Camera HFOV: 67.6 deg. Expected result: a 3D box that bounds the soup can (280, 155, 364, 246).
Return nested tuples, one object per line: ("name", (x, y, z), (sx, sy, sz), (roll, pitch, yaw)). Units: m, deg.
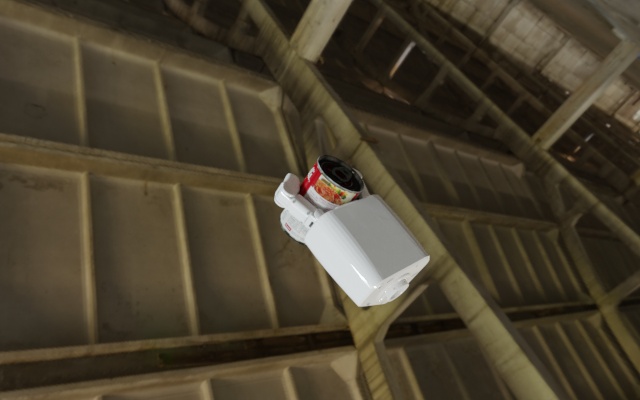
("soup can", (0.000, 0.002, 0.614), (0.068, 0.102, 0.068), (26, 30, -17))
